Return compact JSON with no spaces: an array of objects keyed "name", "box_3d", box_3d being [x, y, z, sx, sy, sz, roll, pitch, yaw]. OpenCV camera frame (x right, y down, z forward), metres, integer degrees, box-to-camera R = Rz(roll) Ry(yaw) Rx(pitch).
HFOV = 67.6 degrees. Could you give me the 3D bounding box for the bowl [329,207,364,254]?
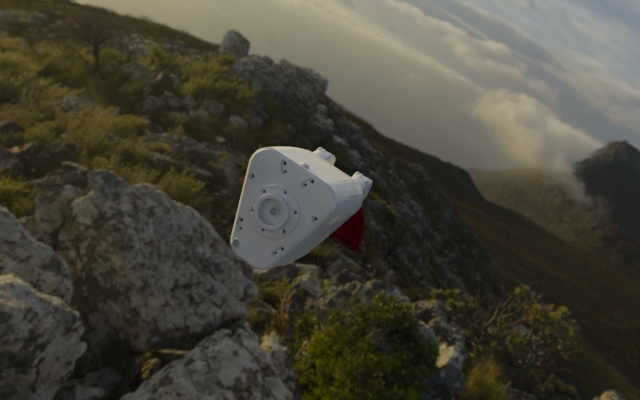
[{"name":"bowl","box_3d":[0.000,0.002,0.621,0.162,0.055,0.162,34,0,0]}]
